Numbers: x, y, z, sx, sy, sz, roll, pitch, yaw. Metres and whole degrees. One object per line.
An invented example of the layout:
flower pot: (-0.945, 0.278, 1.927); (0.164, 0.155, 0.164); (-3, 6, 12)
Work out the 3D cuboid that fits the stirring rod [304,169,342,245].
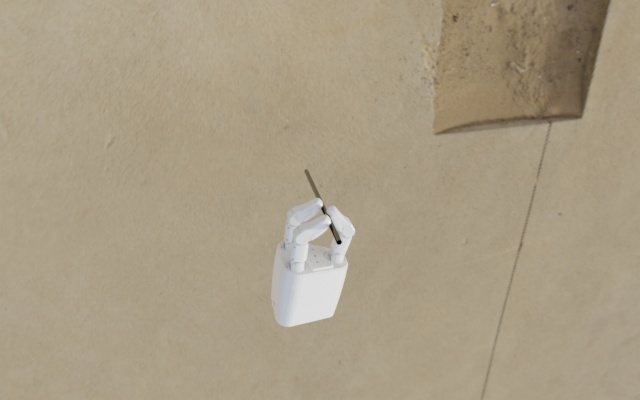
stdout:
stirring rod: (0.000, 0.003, 0.762); (0.011, 0.011, 0.239); (0, 28, -14)
